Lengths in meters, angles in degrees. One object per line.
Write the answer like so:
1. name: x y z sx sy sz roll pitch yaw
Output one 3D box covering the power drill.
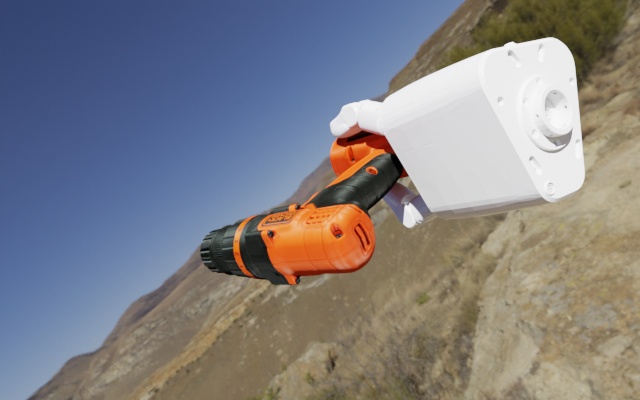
1. power drill: 0.000 0.001 0.421 0.184 0.057 0.187 -8 28 43
